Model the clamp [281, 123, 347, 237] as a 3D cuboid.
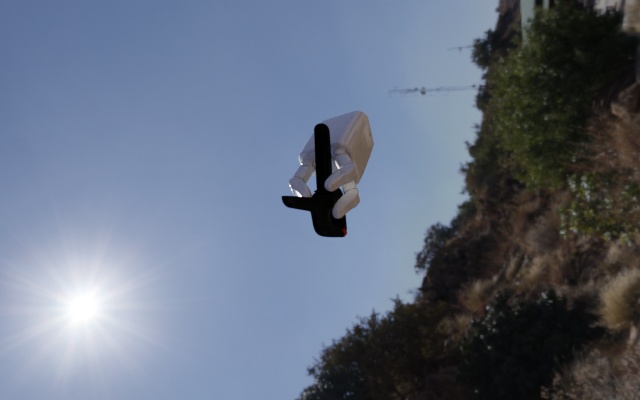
[{"bbox_3d":[0.000,0.003,0.791,0.036,0.210,0.164,6,46,26],"label":"clamp"}]
